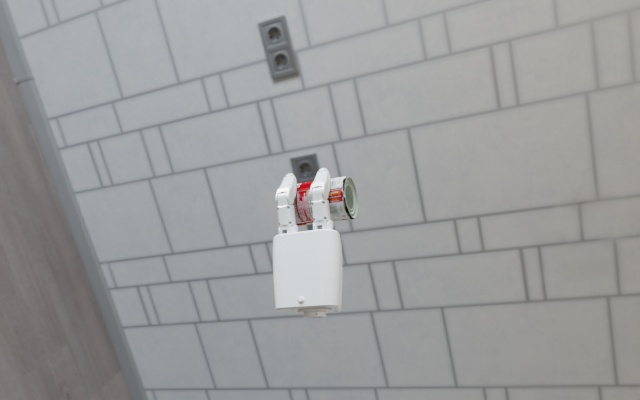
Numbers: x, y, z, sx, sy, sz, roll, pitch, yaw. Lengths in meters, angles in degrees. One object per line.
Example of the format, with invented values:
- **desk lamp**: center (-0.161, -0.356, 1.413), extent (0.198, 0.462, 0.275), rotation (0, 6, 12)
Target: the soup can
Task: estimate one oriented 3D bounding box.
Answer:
- **soup can**: center (0.000, 0.002, 0.737), extent (0.102, 0.068, 0.068), rotation (-8, -3, 20)
